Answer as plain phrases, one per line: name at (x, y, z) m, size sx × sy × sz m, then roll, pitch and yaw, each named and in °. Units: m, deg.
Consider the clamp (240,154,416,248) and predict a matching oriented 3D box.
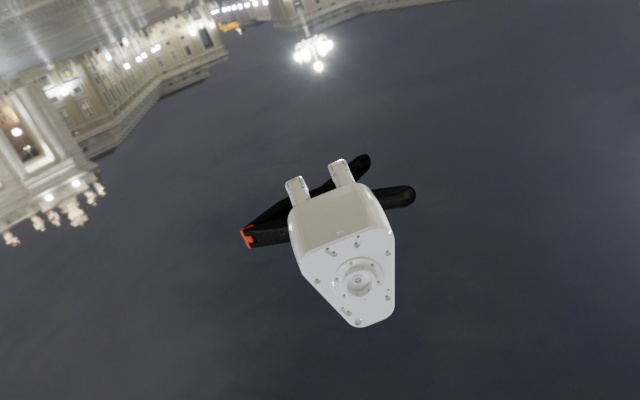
clamp at (0.000, 0.003, 0.609) m, size 0.210 × 0.036 × 0.164 m, roll -21°, pitch 23°, yaw 1°
